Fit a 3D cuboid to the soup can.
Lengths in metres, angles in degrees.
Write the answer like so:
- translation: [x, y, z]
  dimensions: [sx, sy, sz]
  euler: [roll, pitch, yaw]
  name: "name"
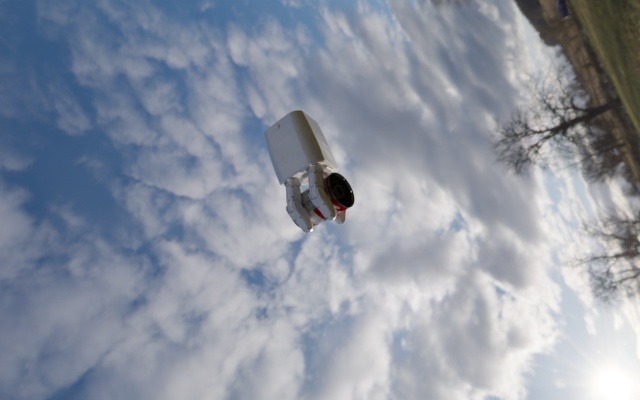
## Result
- translation: [0.000, 0.003, 0.846]
  dimensions: [0.102, 0.068, 0.068]
  euler: [-30, -17, 32]
  name: "soup can"
